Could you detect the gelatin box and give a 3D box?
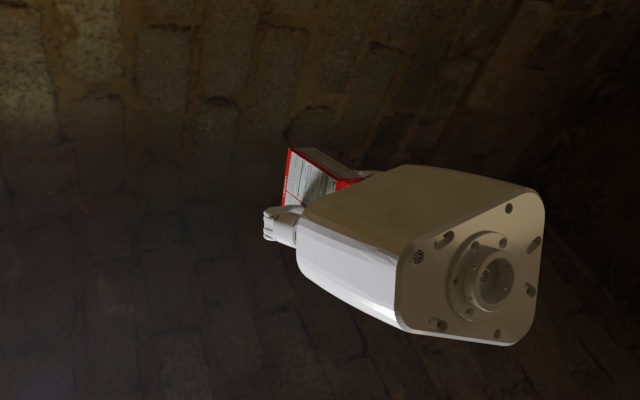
[{"bbox_3d":[-0.001,0.001,0.408,0.030,0.073,0.089,-5,24,-31],"label":"gelatin box"}]
